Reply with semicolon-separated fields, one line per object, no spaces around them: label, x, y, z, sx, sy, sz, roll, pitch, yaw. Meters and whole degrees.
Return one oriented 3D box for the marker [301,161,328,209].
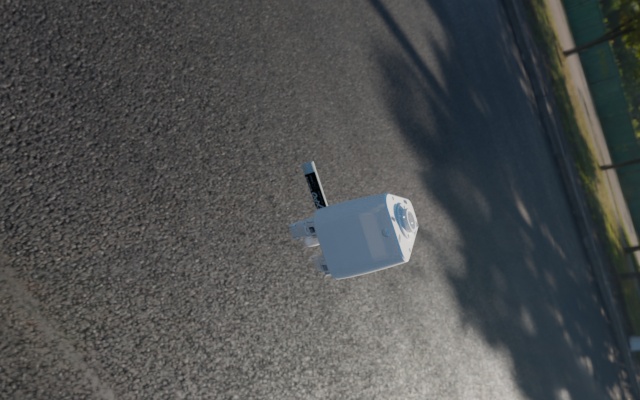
marker;0.000;0.002;0.698;0.020;0.121;0.020;-19;4;1
